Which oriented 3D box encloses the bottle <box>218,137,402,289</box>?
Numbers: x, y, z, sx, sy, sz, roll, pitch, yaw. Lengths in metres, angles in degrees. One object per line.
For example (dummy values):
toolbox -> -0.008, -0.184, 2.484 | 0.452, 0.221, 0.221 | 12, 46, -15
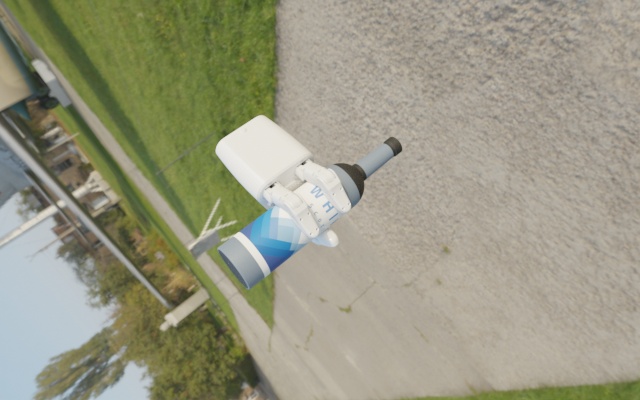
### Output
bottle -> 0.000, 0.002, 0.650 | 0.295, 0.069, 0.069 | -37, 14, -19
